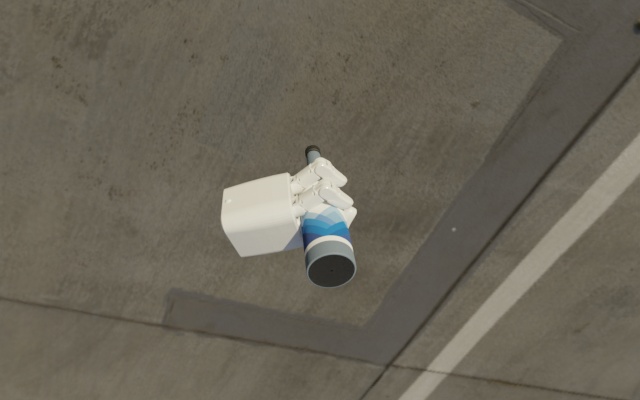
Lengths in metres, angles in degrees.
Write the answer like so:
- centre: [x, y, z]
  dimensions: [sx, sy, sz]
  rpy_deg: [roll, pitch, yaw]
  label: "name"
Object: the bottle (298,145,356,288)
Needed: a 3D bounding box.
- centre: [0.000, 0.003, 0.740]
  dimensions: [0.069, 0.069, 0.295]
  rpy_deg: [0, 38, -7]
  label: "bottle"
